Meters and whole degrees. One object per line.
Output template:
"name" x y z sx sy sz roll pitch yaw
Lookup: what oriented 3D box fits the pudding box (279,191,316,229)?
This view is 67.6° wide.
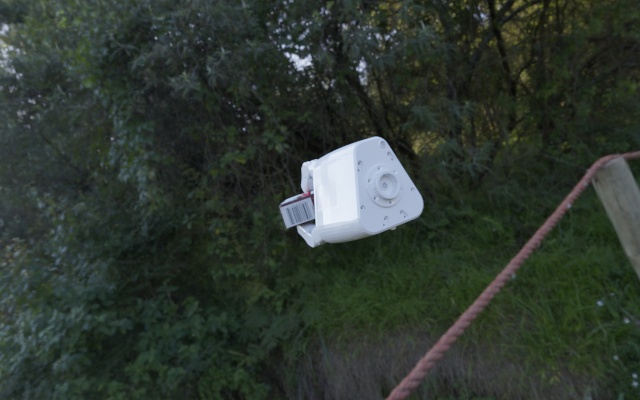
"pudding box" 0.000 0.002 0.701 0.113 0.039 0.090 -17 3 2
